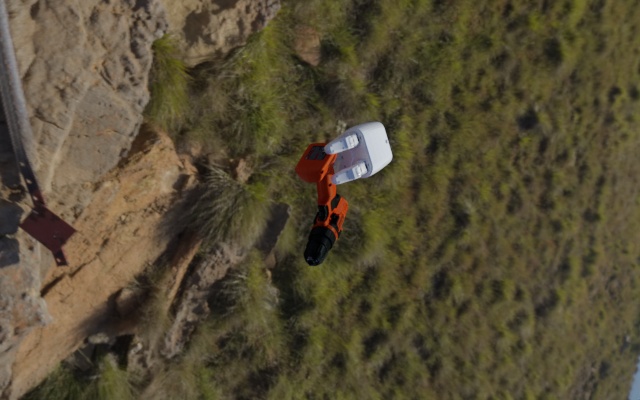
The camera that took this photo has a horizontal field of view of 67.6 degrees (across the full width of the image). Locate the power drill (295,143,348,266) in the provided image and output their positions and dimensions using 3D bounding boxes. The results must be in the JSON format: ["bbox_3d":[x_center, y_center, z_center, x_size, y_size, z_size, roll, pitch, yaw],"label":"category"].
[{"bbox_3d":[0.000,0.002,0.883,0.057,0.188,0.184,4,38,17],"label":"power drill"}]
